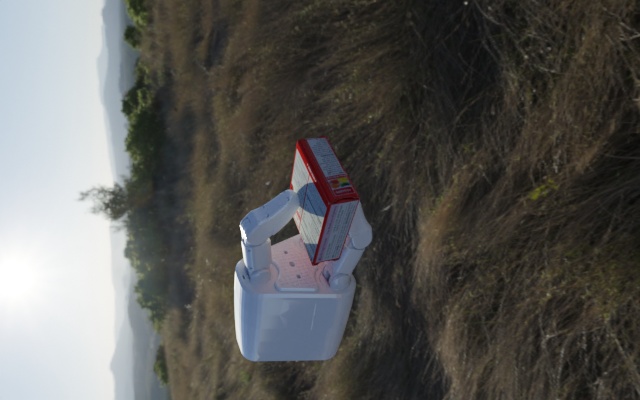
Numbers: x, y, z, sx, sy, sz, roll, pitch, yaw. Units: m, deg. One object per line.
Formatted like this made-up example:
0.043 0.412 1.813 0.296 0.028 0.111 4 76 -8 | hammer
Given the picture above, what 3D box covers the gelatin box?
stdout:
0.000 0.001 0.413 0.030 0.073 0.089 -11 -38 -19 | gelatin box
